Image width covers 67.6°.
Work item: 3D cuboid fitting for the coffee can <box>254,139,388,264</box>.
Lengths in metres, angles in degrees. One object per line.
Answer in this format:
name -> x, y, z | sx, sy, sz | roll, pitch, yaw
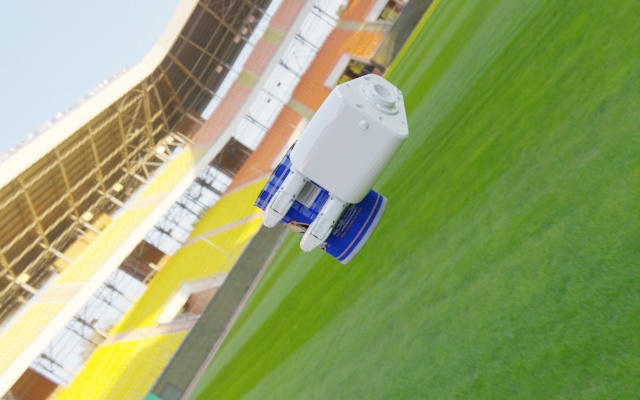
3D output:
coffee can -> 0.000, 0.002, 0.617 | 0.140, 0.103, 0.103 | 33, -3, -4
